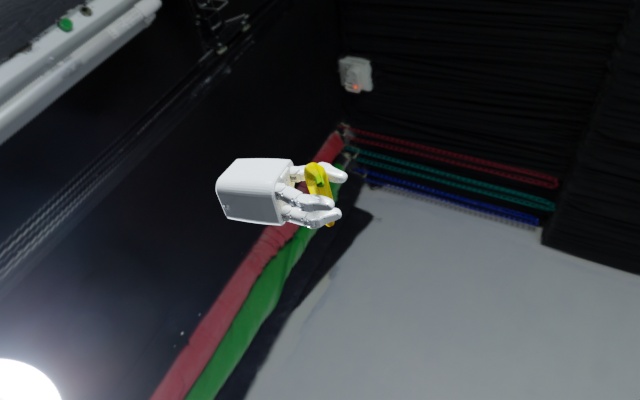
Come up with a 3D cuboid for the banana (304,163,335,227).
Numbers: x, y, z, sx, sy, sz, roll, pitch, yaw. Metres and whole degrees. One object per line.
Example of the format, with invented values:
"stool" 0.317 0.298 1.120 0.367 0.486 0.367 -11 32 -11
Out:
"banana" -0.002 -0.016 0.825 0.037 0.069 0.198 -8 -23 5
